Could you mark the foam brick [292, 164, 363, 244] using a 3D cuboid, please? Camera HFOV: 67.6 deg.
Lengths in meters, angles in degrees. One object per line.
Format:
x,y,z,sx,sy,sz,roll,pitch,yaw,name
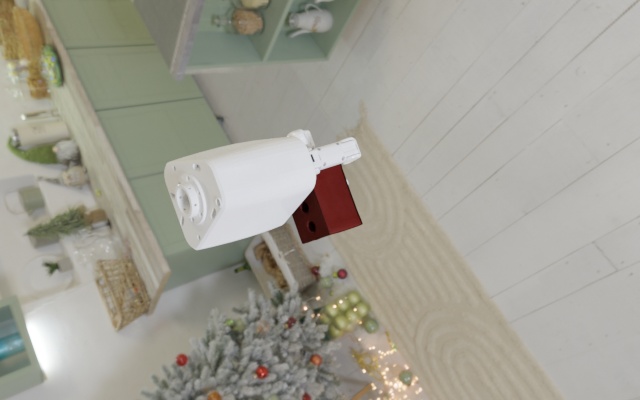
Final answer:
0.000,0.002,0.523,0.051,0.078,0.053,-18,-3,-42,foam brick
